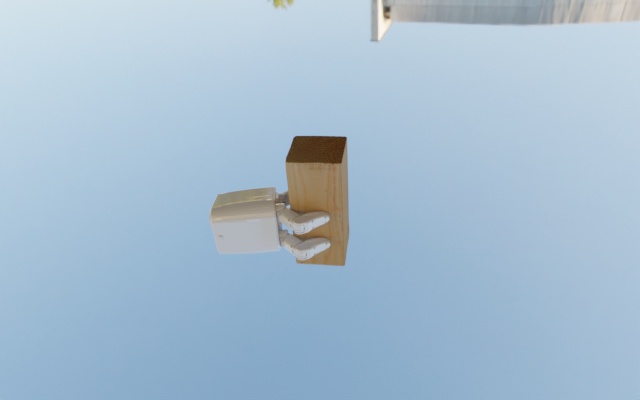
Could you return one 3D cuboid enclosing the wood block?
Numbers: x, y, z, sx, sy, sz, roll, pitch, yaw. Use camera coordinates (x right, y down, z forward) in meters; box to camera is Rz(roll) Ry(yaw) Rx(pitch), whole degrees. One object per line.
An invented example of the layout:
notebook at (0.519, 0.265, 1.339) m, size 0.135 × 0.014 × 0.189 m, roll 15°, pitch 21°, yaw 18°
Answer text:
wood block at (0.000, 0.003, 0.808) m, size 0.090 × 0.206 × 0.090 m, roll 2°, pitch 36°, yaw 7°
